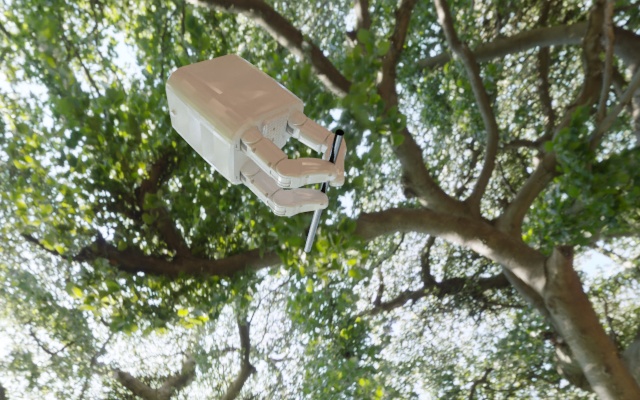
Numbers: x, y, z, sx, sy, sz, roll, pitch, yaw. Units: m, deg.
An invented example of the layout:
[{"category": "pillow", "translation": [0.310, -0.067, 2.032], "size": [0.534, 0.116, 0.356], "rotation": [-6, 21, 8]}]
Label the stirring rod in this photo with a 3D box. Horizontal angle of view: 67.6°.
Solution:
[{"category": "stirring rod", "translation": [0.000, 0.002, 0.535], "size": [0.011, 0.011, 0.240], "rotation": [0, -32, -10]}]
